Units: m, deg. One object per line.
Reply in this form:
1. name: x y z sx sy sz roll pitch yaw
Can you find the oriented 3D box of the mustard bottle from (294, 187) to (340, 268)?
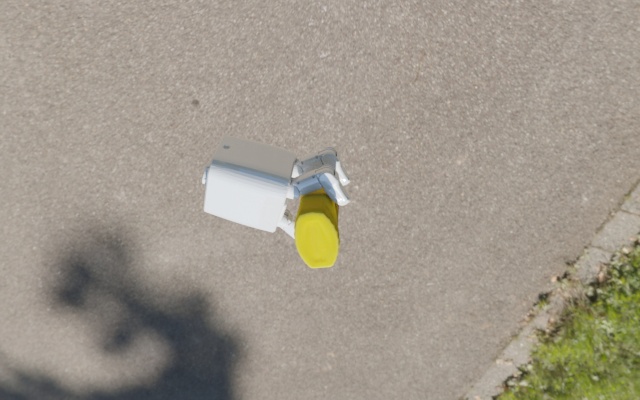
1. mustard bottle: 0.000 0.002 0.691 0.058 0.096 0.191 -7 33 8
